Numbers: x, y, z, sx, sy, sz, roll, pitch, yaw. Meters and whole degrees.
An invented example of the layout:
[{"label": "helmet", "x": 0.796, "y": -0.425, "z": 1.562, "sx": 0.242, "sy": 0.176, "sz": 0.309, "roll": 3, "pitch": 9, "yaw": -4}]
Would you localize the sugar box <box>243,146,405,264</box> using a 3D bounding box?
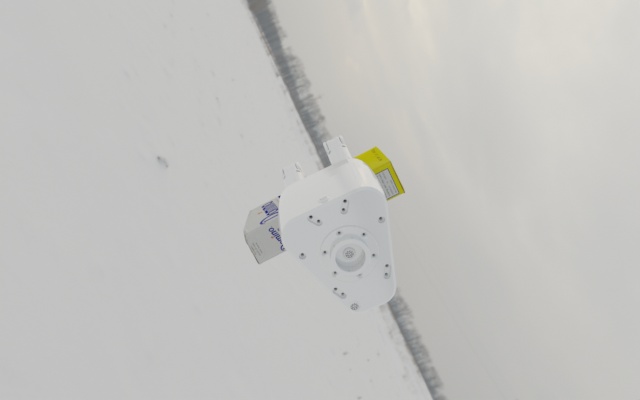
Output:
[{"label": "sugar box", "x": 0.000, "y": 0.001, "z": 0.544, "sx": 0.176, "sy": 0.048, "sz": 0.093, "roll": -25, "pitch": 16, "yaw": 3}]
